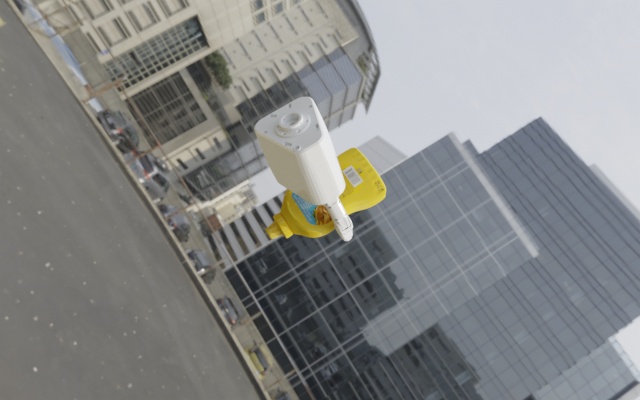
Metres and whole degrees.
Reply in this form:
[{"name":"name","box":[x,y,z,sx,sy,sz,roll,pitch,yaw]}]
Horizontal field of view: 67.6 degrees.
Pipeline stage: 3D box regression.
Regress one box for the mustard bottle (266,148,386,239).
[{"name":"mustard bottle","box":[0.000,0.002,0.748,0.191,0.096,0.058,-32,-18,-7]}]
